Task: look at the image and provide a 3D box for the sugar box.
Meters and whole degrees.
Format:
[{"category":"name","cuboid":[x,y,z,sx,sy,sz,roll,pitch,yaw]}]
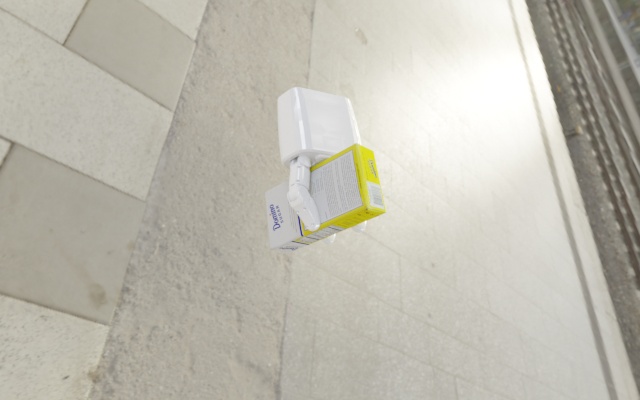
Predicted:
[{"category":"sugar box","cuboid":[0.001,0.002,0.654,0.176,0.093,0.048,-26,-28,38]}]
